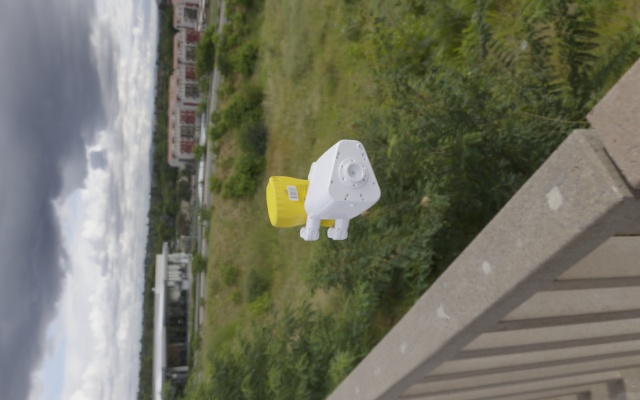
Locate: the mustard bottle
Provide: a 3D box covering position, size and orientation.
[{"bbox_3d":[0.000,0.003,0.888,0.191,0.096,0.058,1,-38,-19],"label":"mustard bottle"}]
